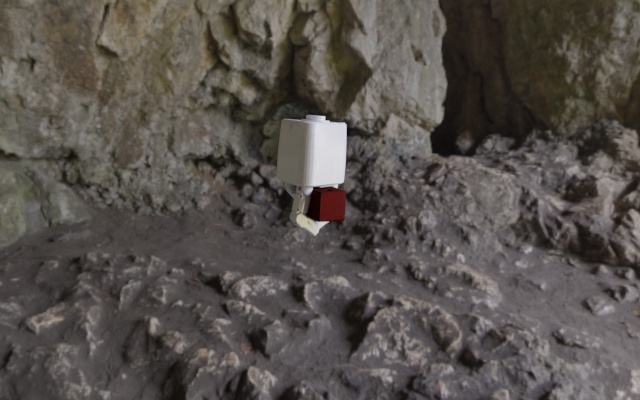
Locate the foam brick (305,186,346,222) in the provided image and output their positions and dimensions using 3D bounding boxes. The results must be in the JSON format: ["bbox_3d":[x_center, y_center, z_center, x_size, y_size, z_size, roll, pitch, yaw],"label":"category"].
[{"bbox_3d":[0.000,0.003,0.816,0.053,0.051,0.078,-3,13,-34],"label":"foam brick"}]
